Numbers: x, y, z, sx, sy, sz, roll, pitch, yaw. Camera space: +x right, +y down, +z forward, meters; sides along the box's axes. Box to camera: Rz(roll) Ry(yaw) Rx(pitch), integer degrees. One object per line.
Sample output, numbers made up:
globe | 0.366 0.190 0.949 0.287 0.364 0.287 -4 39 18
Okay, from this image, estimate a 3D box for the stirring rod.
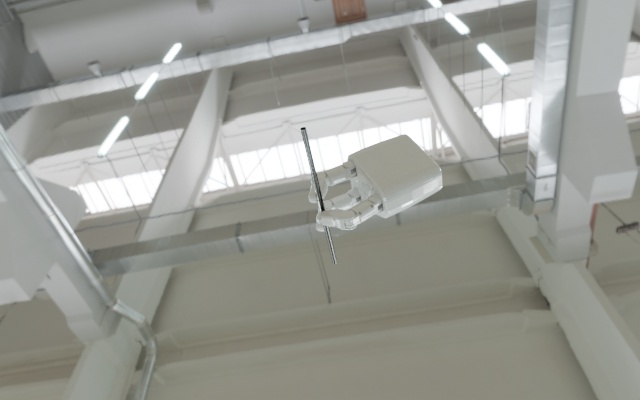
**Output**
stirring rod | 0.000 0.002 0.693 0.011 0.240 0.011 -9 35 6
